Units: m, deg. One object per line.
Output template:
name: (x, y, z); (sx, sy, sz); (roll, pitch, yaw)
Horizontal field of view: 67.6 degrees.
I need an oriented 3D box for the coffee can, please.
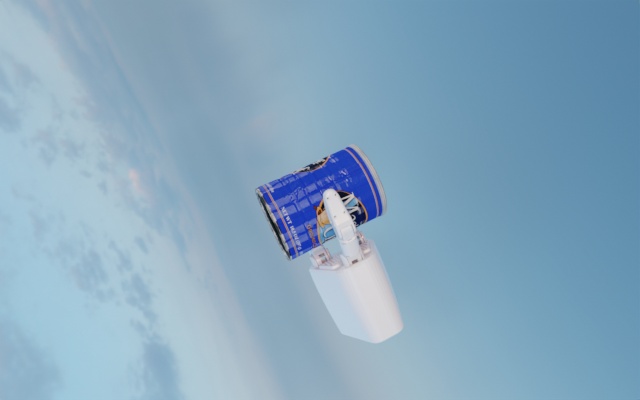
coffee can: (0.000, 0.002, 0.619); (0.140, 0.103, 0.103); (-25, 5, -10)
